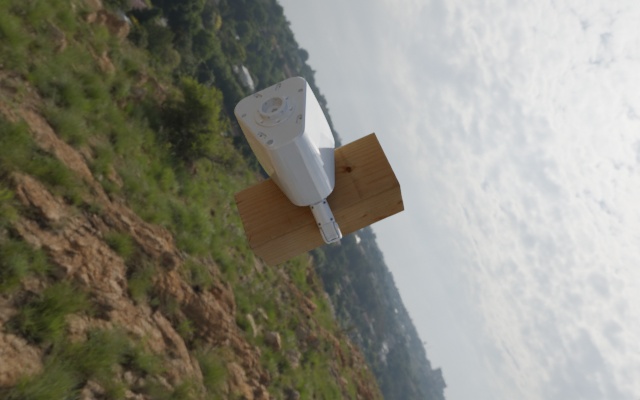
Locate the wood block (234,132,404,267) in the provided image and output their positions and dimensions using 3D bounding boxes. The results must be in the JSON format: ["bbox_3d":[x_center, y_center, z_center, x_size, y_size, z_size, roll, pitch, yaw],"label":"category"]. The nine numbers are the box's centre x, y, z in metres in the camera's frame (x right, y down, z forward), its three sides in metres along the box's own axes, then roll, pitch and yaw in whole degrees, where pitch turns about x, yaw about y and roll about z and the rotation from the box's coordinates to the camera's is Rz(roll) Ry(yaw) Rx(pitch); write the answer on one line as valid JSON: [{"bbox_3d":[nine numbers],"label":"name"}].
[{"bbox_3d":[0.000,0.002,0.656,0.206,0.090,0.090,-23,-26,3],"label":"wood block"}]
